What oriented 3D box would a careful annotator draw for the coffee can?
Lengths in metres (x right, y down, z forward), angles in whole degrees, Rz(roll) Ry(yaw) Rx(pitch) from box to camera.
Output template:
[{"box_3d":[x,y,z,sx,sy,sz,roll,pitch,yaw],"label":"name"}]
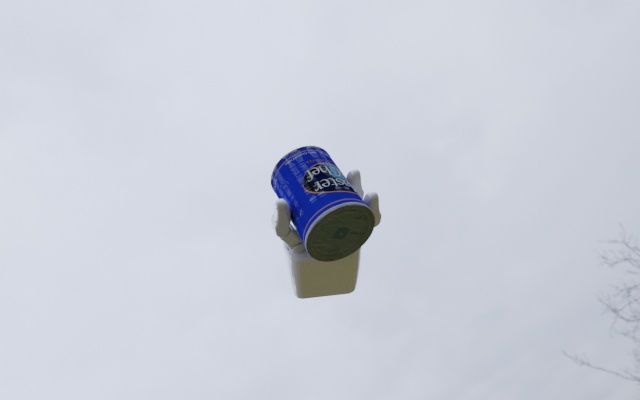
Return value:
[{"box_3d":[0.000,0.002,0.684,0.103,0.103,0.140,0,39,-31],"label":"coffee can"}]
